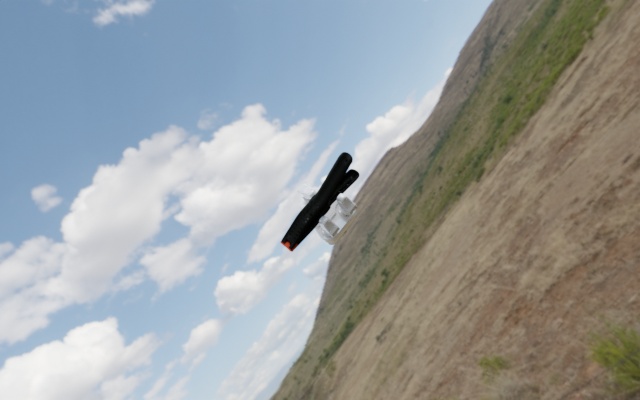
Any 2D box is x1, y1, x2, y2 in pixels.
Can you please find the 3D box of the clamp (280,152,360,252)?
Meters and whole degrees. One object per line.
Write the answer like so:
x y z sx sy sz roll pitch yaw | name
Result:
-0.001 0.003 0.883 0.036 0.210 0.164 39 -7 13 | clamp
